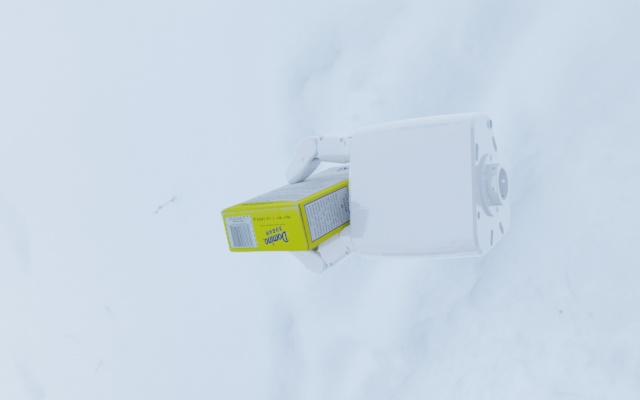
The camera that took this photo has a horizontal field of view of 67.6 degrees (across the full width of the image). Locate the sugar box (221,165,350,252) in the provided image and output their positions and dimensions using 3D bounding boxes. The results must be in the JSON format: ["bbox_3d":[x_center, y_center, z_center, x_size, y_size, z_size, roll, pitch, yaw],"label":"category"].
[{"bbox_3d":[0.000,0.002,0.461,0.093,0.048,0.176,-4,11,37],"label":"sugar box"}]
